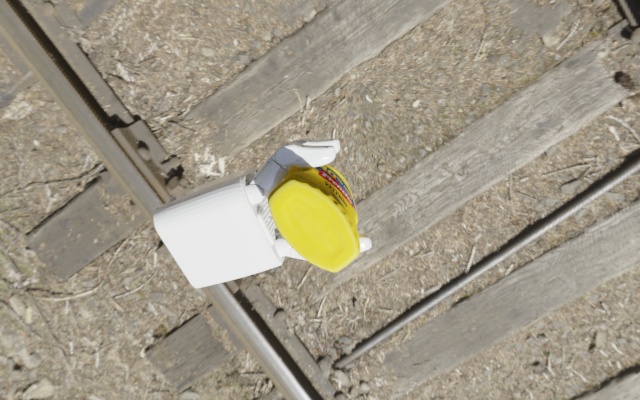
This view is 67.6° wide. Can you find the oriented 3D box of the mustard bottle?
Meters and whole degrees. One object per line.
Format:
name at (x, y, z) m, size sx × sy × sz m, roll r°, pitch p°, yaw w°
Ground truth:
mustard bottle at (0.000, 0.002, 0.512) m, size 0.058 × 0.096 × 0.191 m, roll -43°, pitch 8°, yaw 12°
